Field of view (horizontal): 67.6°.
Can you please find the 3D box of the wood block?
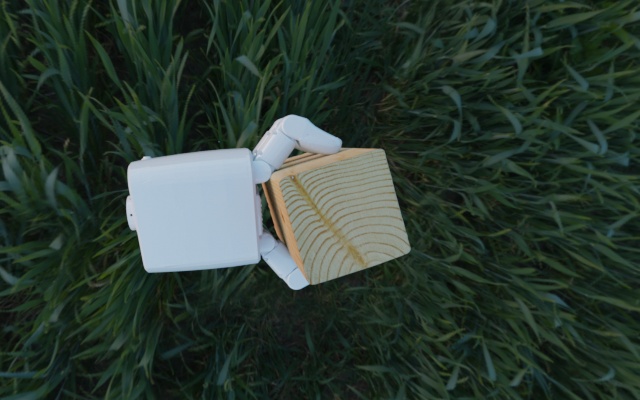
[{"bbox_3d":[0.000,0.002,0.473,0.090,0.091,0.206,-17,10,-9],"label":"wood block"}]
